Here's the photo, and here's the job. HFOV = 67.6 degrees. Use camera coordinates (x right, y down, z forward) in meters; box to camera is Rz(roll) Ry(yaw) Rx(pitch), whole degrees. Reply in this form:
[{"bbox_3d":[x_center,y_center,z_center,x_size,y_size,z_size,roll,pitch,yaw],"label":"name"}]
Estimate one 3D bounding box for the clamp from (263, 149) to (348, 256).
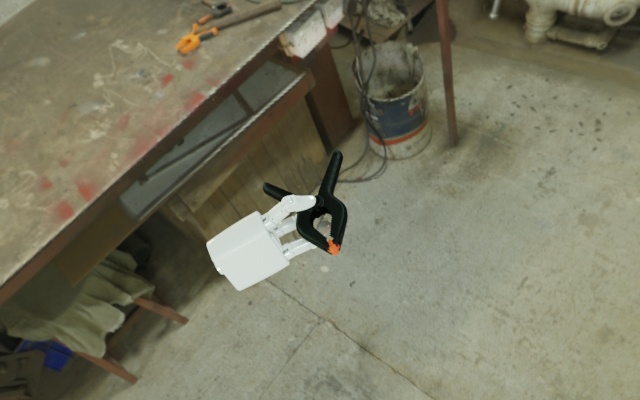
[{"bbox_3d":[0.000,0.003,0.857,0.164,0.209,0.036,-31,-38,0],"label":"clamp"}]
